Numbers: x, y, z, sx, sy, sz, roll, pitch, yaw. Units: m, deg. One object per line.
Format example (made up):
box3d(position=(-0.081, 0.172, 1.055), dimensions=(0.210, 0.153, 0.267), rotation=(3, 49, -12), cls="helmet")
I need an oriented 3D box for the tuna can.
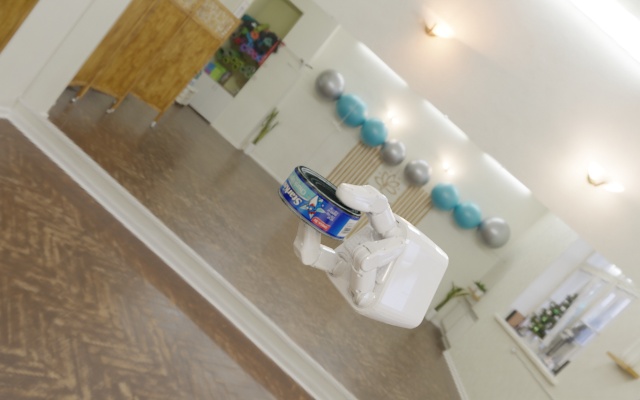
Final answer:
box3d(position=(0.000, 0.001, 0.494), dimensions=(0.086, 0.034, 0.086), rotation=(36, 12, -9), cls="tuna can")
